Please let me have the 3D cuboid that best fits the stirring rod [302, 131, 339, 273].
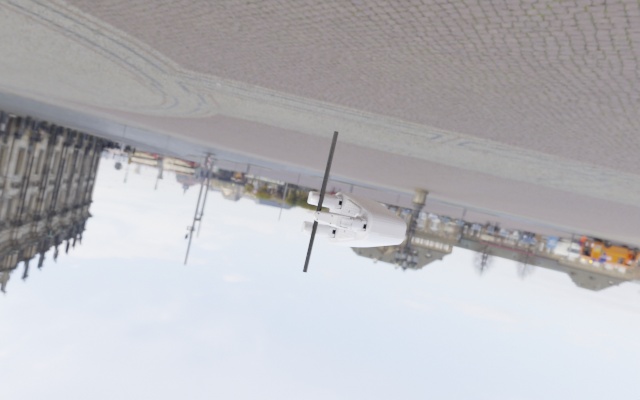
[{"bbox_3d":[0.000,0.003,0.797,0.011,0.239,0.011,13,1,0],"label":"stirring rod"}]
